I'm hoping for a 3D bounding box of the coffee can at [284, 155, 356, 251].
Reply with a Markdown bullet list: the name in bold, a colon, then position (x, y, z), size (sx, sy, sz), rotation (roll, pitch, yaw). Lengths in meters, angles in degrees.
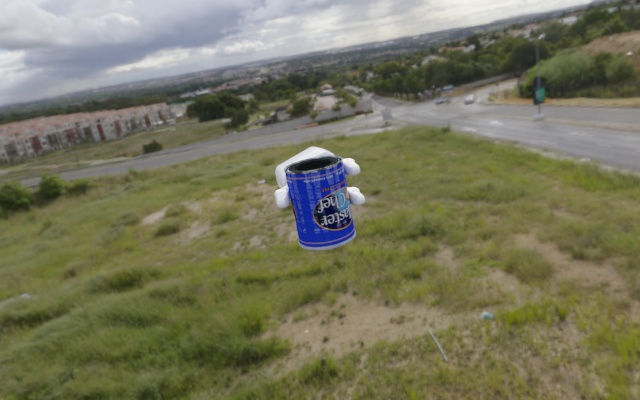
- **coffee can**: position (0.000, 0.003, 0.829), size (0.103, 0.140, 0.102), rotation (-10, 17, 3)
